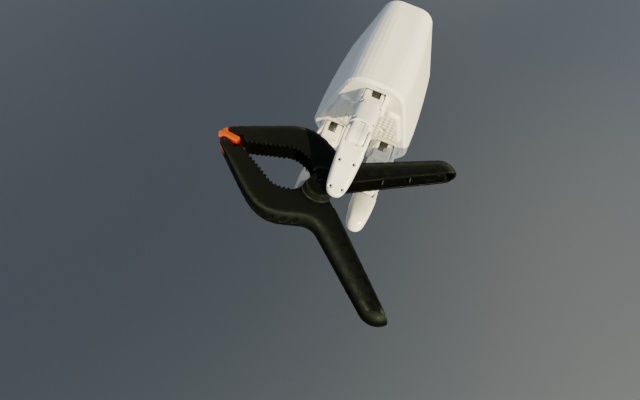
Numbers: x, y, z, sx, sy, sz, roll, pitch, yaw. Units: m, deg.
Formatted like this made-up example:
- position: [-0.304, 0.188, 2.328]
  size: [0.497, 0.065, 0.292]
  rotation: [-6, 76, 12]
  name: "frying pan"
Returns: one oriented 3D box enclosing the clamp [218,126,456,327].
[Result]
- position: [0.000, 0.001, 0.414]
  size: [0.210, 0.164, 0.036]
  rotation: [22, -24, 3]
  name: "clamp"
